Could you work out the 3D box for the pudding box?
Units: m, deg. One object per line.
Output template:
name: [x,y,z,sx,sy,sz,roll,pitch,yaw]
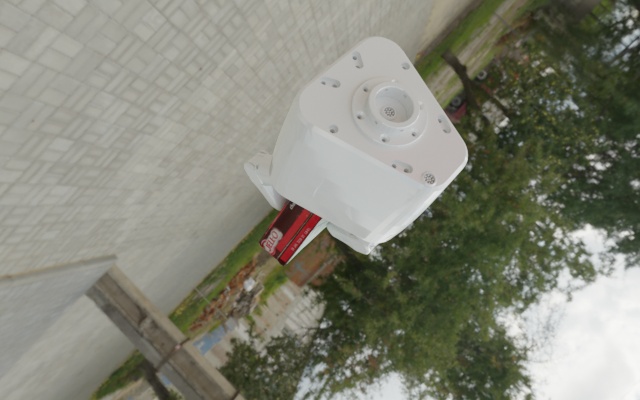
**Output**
pudding box: [0.000,0.002,0.458,0.113,0.039,0.090,-38,-10,-51]
